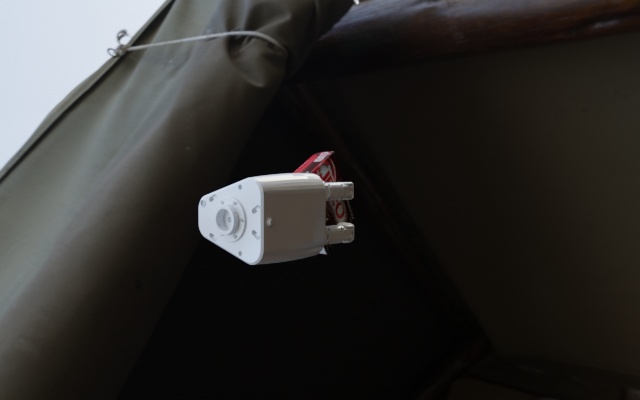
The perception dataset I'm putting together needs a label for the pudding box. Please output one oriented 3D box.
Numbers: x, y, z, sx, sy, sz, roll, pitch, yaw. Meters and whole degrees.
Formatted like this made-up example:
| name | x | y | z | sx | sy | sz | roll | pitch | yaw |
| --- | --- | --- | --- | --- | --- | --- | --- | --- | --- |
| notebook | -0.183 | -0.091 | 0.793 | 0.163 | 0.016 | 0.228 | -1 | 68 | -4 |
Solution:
| name | x | y | z | sx | sy | sz | roll | pitch | yaw |
| --- | --- | --- | --- | --- | --- | --- | --- | --- | --- |
| pudding box | 0.000 | 0.002 | 0.650 | 0.039 | 0.113 | 0.090 | 2 | 32 | 34 |
